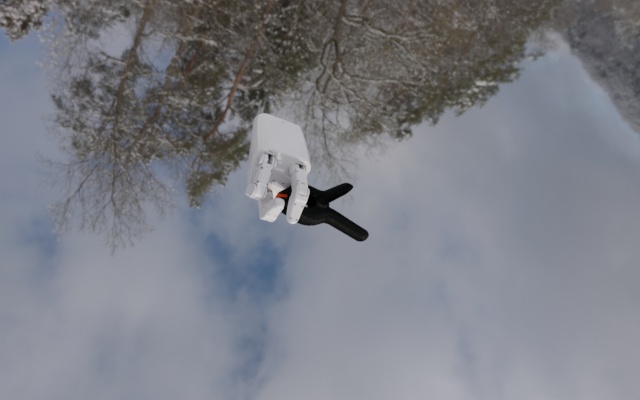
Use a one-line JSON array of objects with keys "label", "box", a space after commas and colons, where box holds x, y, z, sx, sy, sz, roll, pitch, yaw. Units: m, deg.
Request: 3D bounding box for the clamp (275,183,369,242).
[{"label": "clamp", "box": [0.000, 0.003, 0.806, 0.171, 0.120, 0.039, 18, -52, -25]}]
